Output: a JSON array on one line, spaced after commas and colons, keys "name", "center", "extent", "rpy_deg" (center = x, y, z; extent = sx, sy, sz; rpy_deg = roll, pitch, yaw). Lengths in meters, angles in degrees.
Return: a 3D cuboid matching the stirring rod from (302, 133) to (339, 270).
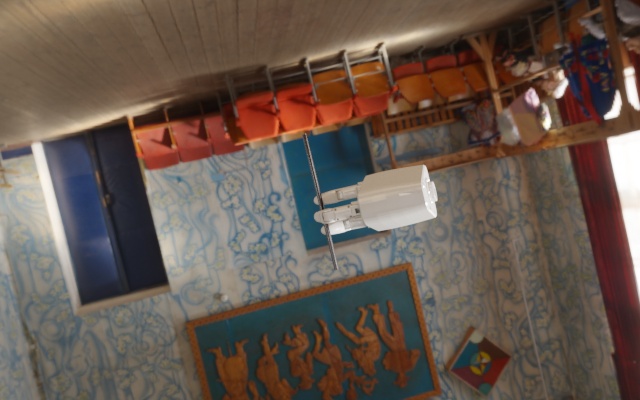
[{"name": "stirring rod", "center": [0.000, 0.003, 0.824], "extent": [0.011, 0.239, 0.011], "rpy_deg": [-13, 2, 0]}]
